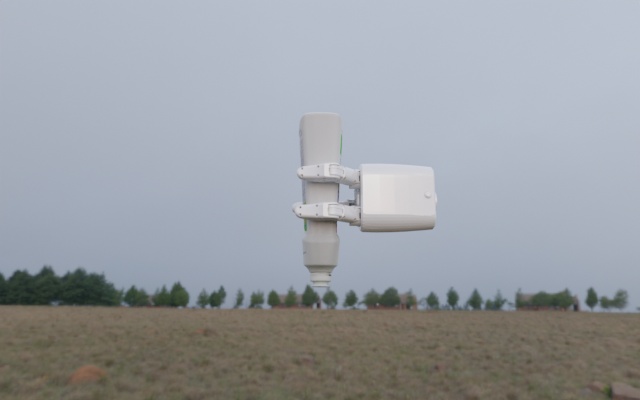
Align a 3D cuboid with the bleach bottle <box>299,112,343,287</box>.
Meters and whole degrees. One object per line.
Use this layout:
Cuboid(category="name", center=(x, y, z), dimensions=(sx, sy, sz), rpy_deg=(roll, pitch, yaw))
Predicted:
Cuboid(category="bleach bottle", center=(0.000, 0.002, 0.713), dimensions=(0.068, 0.250, 0.102), rpy_deg=(0, -12, -2))
